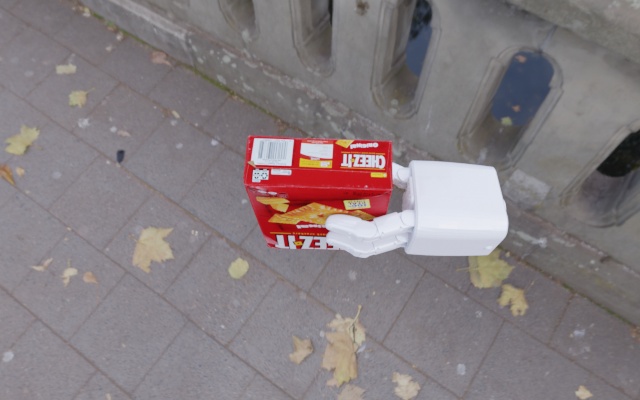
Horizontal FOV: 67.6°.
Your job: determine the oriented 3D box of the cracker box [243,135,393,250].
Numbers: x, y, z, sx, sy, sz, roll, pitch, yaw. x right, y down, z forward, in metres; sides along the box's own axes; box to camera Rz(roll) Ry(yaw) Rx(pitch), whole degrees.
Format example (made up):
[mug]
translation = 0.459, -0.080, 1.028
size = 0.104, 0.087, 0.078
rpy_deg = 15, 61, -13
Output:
[cracker box]
translation = 0.000, 0.002, 0.613
size = 0.164, 0.072, 0.214
rpy_deg = 2, -24, 2
